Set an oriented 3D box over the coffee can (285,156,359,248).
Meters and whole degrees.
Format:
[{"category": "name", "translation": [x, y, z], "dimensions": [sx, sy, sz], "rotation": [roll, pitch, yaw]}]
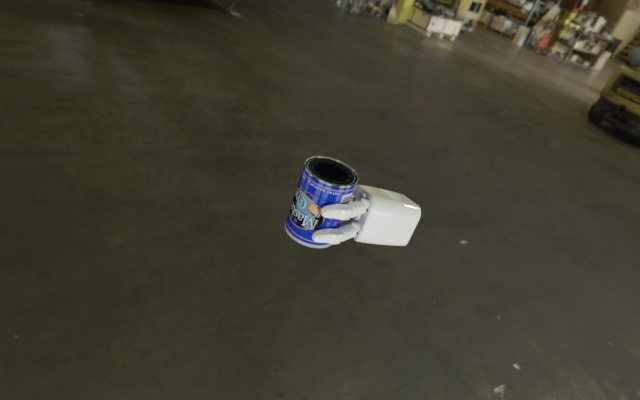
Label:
[{"category": "coffee can", "translation": [0.000, 0.003, 0.889], "dimensions": [0.103, 0.140, 0.102], "rotation": [14, 31, -9]}]
